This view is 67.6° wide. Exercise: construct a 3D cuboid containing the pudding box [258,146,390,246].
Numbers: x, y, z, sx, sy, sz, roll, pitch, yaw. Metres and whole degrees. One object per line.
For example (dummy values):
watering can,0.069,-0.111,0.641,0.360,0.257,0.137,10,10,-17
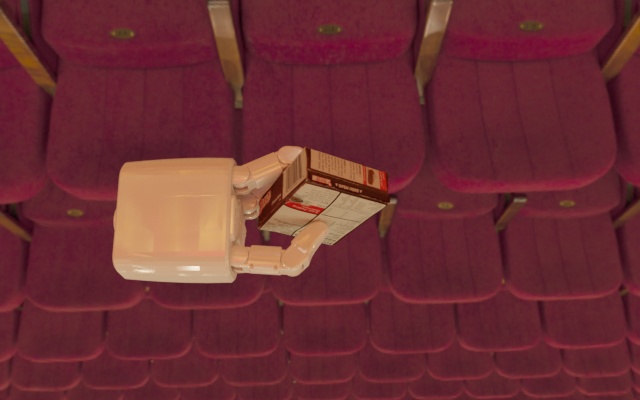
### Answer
pudding box,0.000,0.002,0.466,0.090,0.039,0.113,14,-30,-24
